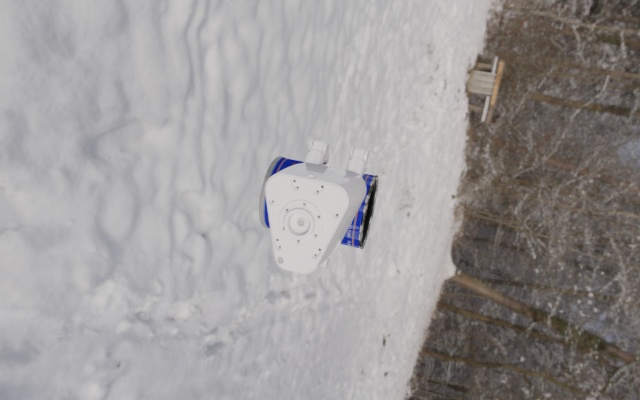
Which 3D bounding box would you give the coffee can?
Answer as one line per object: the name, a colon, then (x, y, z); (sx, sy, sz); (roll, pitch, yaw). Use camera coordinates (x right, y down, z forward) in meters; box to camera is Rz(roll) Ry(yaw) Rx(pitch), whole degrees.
coffee can: (0.000, 0.002, 0.656); (0.140, 0.103, 0.103); (12, 2, 12)
